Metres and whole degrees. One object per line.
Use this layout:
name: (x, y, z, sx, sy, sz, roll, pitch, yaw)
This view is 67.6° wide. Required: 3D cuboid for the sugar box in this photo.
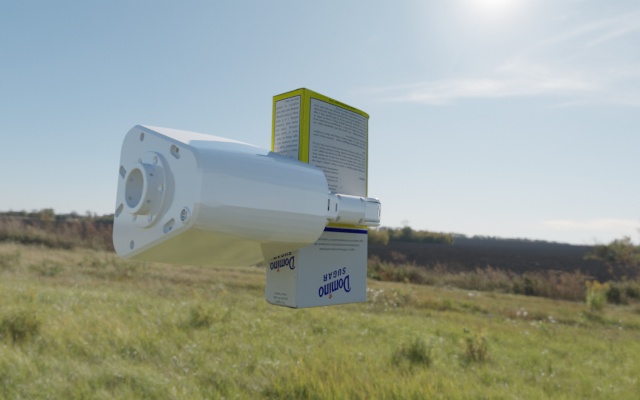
sugar box: (0.000, 0.001, 0.418, 0.048, 0.176, 0.093, 0, -6, 43)
